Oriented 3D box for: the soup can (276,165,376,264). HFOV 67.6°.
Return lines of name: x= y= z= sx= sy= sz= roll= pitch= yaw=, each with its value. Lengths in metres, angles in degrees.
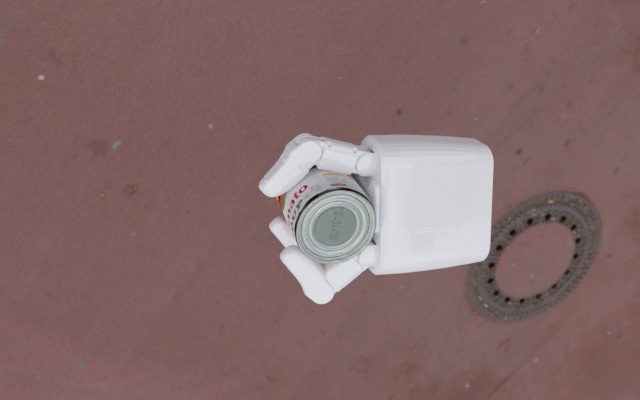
soup can: x=0.000 y=0.001 z=0.411 sx=0.068 sy=0.068 sz=0.102 roll=0 pitch=24 yaw=-16
